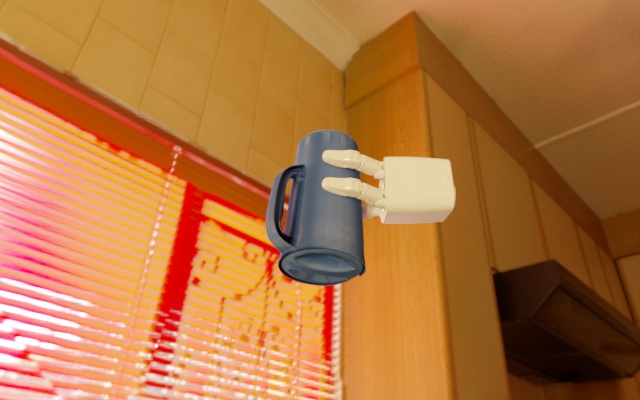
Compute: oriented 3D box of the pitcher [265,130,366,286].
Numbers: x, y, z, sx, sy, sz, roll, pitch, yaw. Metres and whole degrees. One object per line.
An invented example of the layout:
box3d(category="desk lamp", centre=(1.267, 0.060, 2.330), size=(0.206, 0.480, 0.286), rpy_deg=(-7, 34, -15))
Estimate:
box3d(category="pitcher", centre=(0.000, 0.003, 0.772), size=(0.145, 0.242, 0.149), rpy_deg=(0, -33, 5))
